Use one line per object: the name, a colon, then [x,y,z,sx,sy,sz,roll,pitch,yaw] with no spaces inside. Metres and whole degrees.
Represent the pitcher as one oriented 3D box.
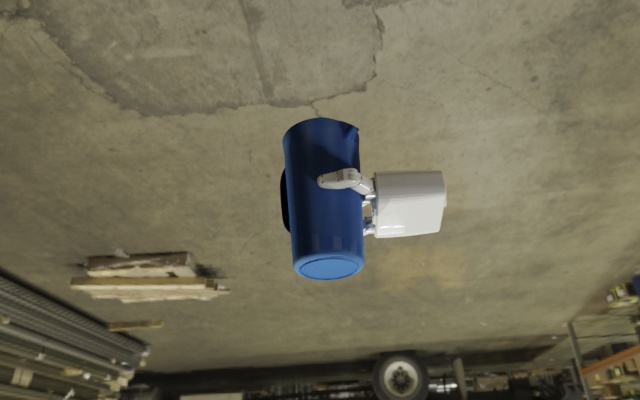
pitcher: [0.000,0.002,0.775,0.145,0.242,0.149,-3,-29,1]
